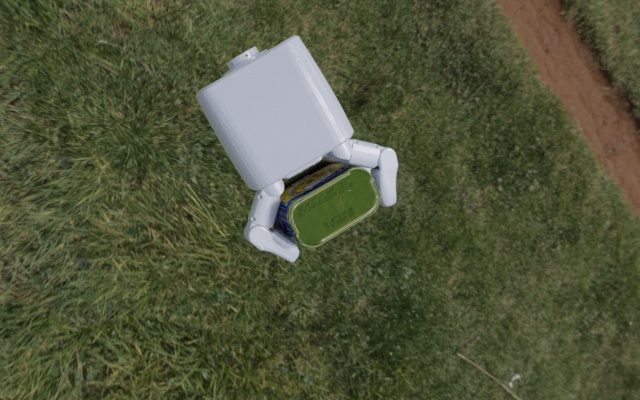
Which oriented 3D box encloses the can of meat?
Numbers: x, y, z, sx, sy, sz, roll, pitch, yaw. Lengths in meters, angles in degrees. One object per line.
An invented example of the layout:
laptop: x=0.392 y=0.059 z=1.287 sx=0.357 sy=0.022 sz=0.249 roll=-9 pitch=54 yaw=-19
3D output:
can of meat: x=0.000 y=0.002 z=0.495 sx=0.102 sy=0.057 sz=0.084 roll=-31 pitch=16 yaw=-15
